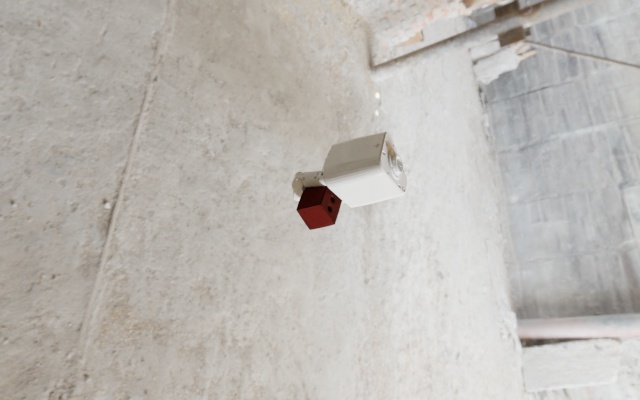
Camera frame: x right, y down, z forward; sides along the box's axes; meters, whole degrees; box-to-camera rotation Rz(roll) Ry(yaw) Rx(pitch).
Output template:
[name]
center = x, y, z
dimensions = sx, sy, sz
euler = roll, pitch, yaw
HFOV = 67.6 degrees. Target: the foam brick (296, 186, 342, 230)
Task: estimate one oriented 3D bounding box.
[foam brick]
center = 0.000, 0.003, 0.831
dimensions = 0.051, 0.078, 0.053
euler = -12, -50, 29
